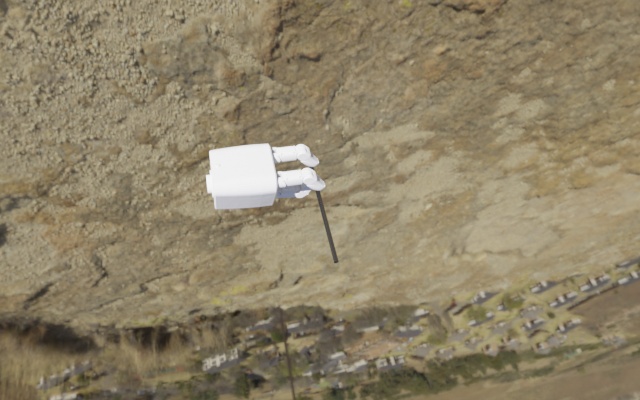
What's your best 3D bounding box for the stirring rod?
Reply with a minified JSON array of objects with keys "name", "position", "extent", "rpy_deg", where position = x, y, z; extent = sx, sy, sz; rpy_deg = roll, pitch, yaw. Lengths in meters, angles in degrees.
[{"name":"stirring rod","position":[0.000,0.003,0.846],"extent":[0.011,0.239,0.011],"rpy_deg":[-10,-33,-7]}]
